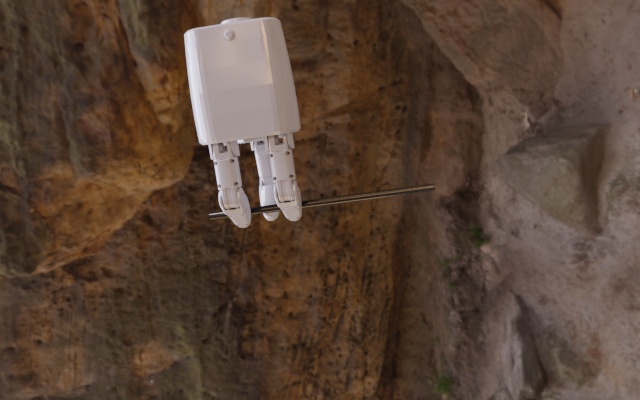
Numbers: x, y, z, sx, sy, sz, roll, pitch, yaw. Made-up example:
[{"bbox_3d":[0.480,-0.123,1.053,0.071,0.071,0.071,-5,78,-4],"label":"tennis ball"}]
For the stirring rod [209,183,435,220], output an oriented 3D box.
[{"bbox_3d":[0.000,0.002,0.507,0.239,0.011,0.011,-7,-1,4],"label":"stirring rod"}]
